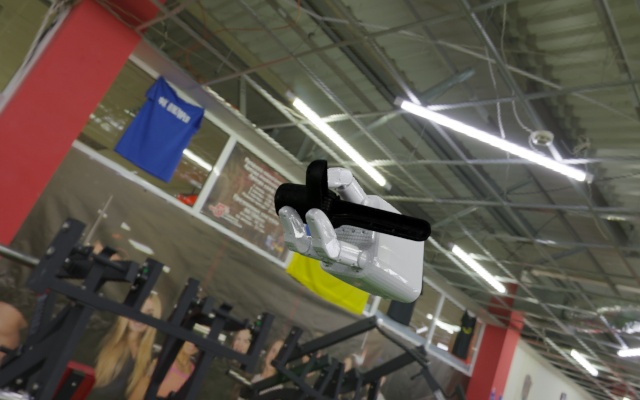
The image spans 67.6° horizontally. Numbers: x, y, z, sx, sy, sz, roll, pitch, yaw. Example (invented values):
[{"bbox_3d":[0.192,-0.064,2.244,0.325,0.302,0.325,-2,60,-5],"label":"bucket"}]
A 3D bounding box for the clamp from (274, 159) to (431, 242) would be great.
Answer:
[{"bbox_3d":[0.000,0.001,0.552,0.165,0.036,0.210,32,-19,-36],"label":"clamp"}]
